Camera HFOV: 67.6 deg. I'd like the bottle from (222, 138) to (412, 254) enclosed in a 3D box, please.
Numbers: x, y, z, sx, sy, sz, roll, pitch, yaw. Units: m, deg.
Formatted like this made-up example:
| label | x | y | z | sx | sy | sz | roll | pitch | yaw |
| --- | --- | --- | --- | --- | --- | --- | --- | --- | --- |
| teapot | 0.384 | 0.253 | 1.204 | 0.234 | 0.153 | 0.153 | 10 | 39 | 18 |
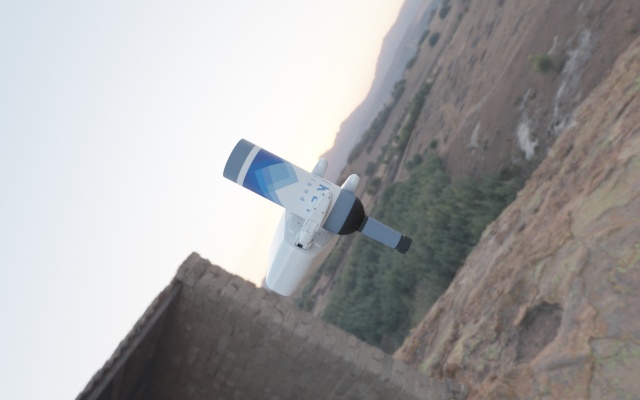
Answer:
| label | x | y | z | sx | sy | sz | roll | pitch | yaw |
| --- | --- | --- | --- | --- | --- | --- | --- | --- | --- |
| bottle | 0.000 | 0.002 | 0.716 | 0.296 | 0.069 | 0.069 | 27 | 0 | 0 |
